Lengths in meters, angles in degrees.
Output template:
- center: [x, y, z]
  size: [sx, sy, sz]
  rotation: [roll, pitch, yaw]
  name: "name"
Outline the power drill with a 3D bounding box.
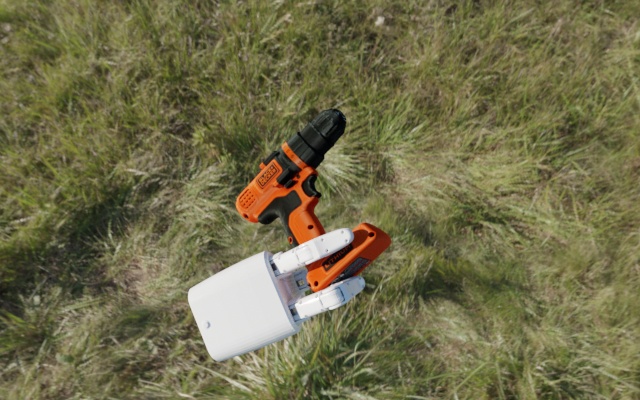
- center: [0.000, 0.002, 0.578]
  size: [0.187, 0.184, 0.057]
  rotation: [52, 16, 30]
  name: "power drill"
